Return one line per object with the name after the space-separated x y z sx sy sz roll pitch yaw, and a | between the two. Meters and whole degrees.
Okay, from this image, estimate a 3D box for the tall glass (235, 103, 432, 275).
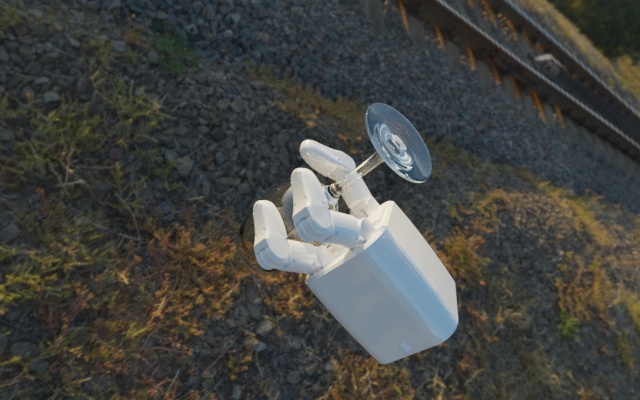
0.000 0.001 0.436 0.079 0.079 0.201 0 -28 -46 | tall glass
